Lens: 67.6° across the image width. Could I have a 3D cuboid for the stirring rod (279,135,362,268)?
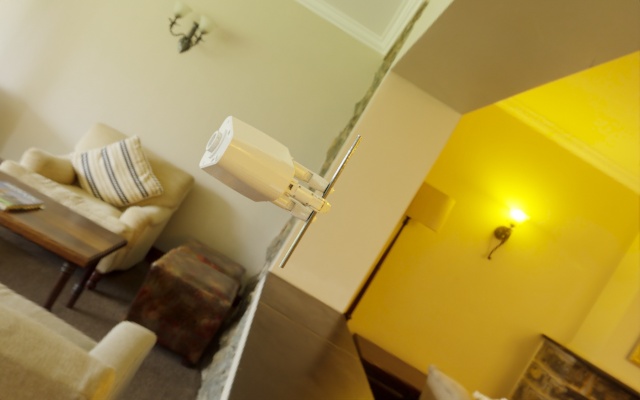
[{"bbox_3d":[0.000,0.003,0.751,0.011,0.239,0.011,31,1,-1],"label":"stirring rod"}]
